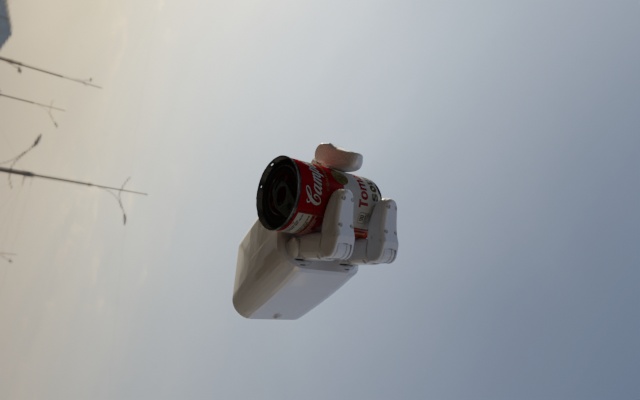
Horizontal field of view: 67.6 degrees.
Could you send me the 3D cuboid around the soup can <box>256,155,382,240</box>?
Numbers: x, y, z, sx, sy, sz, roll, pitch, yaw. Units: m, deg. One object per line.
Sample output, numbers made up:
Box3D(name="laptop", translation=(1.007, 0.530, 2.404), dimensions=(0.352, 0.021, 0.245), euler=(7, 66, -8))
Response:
Box3D(name="soup can", translation=(0.001, 0.001, 0.452), dimensions=(0.102, 0.068, 0.068), euler=(12, -7, -37))
